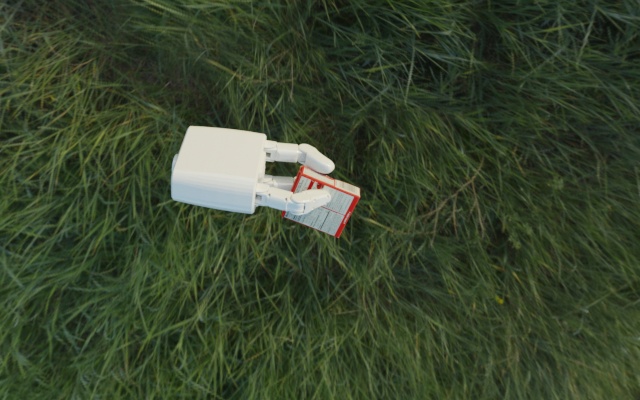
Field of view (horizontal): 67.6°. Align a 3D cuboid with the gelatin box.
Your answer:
[{"bbox_3d":[0.000,0.002,0.658,0.089,0.073,0.030,21,28,-7],"label":"gelatin box"}]
